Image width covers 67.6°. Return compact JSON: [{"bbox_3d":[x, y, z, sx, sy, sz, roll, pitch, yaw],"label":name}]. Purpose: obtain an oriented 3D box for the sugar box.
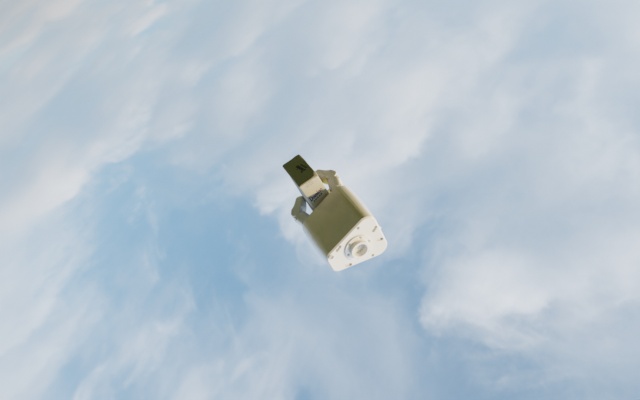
[{"bbox_3d":[0.001,0.003,0.898,0.048,0.176,0.093,-34,38,-5],"label":"sugar box"}]
